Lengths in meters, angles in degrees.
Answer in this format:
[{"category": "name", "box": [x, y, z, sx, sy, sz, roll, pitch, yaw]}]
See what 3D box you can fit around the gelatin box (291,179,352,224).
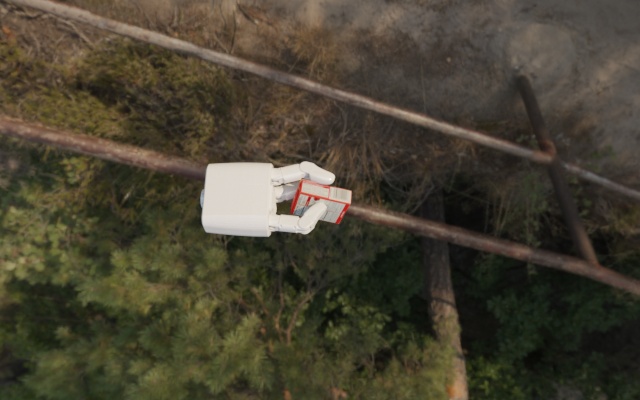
[{"category": "gelatin box", "box": [0.000, 0.003, 0.803, 0.089, 0.030, 0.073, 13, -32, -8]}]
